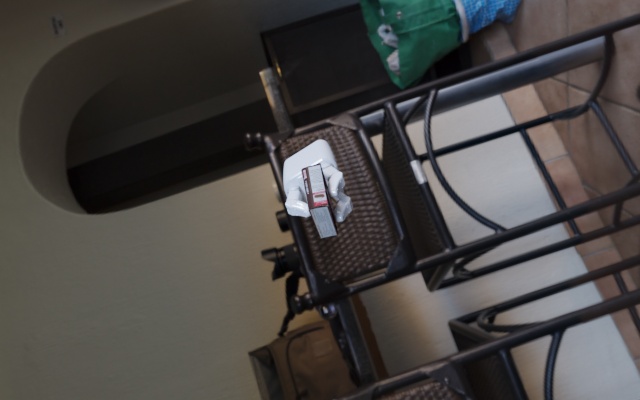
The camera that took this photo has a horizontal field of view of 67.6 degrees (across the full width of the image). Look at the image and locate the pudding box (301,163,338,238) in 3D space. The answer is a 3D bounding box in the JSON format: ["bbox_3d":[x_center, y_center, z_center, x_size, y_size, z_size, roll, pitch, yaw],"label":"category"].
[{"bbox_3d":[0.000,0.003,0.846,0.039,0.090,0.114,-15,-32,5],"label":"pudding box"}]
